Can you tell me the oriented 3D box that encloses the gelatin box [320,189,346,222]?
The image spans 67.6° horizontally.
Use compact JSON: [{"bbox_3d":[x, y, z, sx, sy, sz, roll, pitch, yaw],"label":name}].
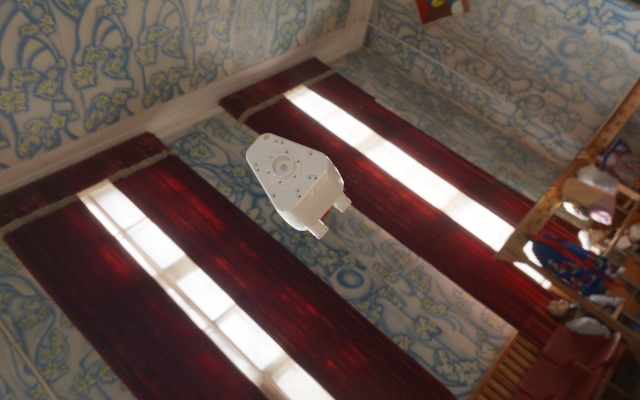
[{"bbox_3d":[0.000,0.002,0.778,0.030,0.073,0.089,39,9,14],"label":"gelatin box"}]
